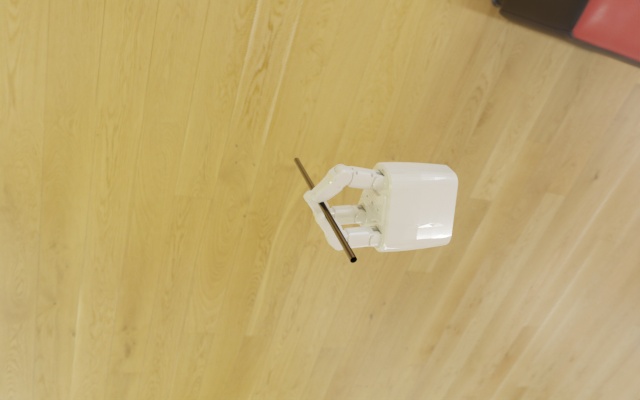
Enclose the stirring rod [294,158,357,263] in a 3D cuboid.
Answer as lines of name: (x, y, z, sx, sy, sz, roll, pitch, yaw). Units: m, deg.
stirring rod: (0.000, 0.002, 0.608, 0.011, 0.011, 0.239, 0, 31, -20)
